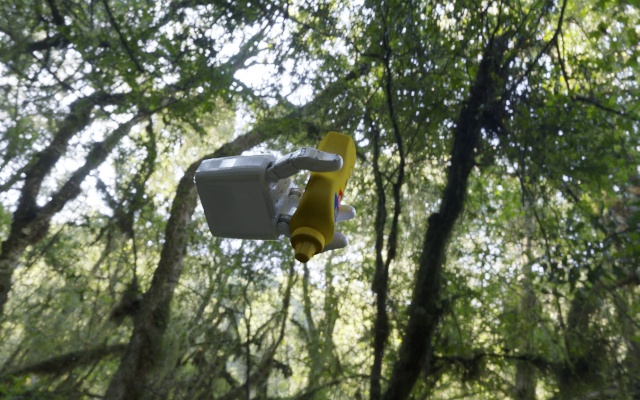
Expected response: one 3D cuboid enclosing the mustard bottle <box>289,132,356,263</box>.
[{"bbox_3d":[0.000,0.002,0.622,0.058,0.191,0.096,16,-43,3],"label":"mustard bottle"}]
